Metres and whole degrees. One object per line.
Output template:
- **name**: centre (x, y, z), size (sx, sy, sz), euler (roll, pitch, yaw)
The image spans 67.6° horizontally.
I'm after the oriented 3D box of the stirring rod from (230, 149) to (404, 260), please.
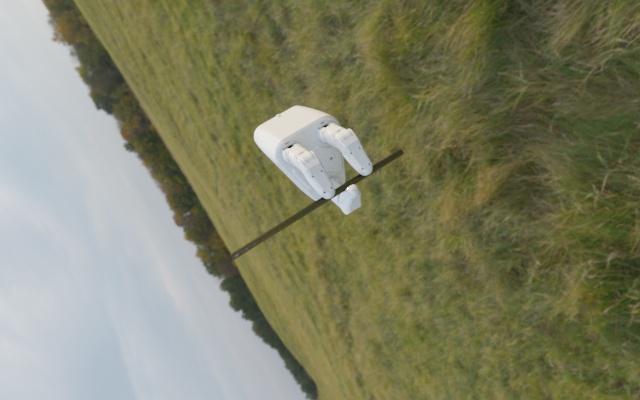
- **stirring rod**: centre (0.000, 0.002, 0.562), size (0.239, 0.011, 0.011), euler (-32, 7, -12)
